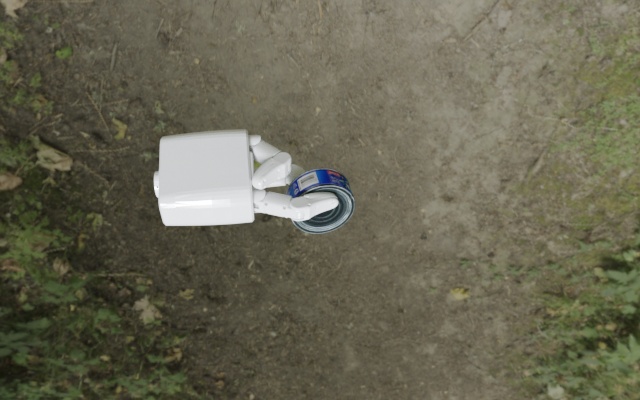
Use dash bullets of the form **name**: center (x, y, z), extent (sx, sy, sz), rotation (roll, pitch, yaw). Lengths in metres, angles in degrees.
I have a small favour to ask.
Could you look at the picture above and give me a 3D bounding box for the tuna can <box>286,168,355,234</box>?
- **tuna can**: center (0.000, 0.002, 0.609), extent (0.086, 0.086, 0.033), rotation (0, 41, -16)
